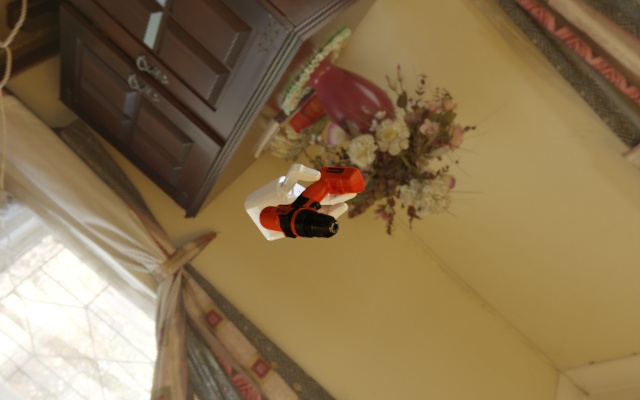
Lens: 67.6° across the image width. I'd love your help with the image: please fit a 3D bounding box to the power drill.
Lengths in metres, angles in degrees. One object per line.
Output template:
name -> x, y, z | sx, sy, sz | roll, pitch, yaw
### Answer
power drill -> 0.000, 0.003, 0.897 | 0.184, 0.057, 0.187 | 7, 35, 42
